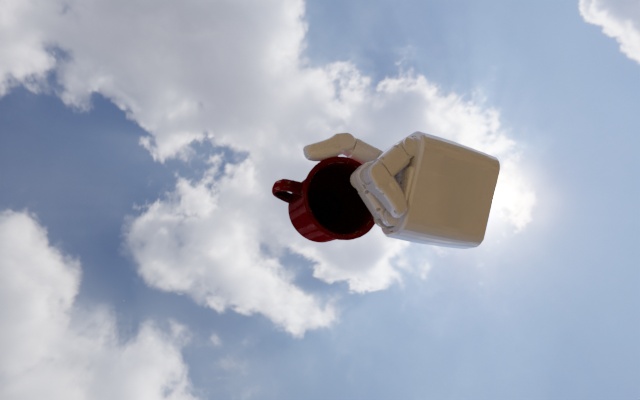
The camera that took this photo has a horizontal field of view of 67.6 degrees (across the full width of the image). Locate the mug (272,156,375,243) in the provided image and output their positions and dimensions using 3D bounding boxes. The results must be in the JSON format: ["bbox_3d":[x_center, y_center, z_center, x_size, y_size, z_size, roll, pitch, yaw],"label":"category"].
[{"bbox_3d":[-0.001,0.002,0.549,0.117,0.093,0.081,14,-16,-18],"label":"mug"}]
